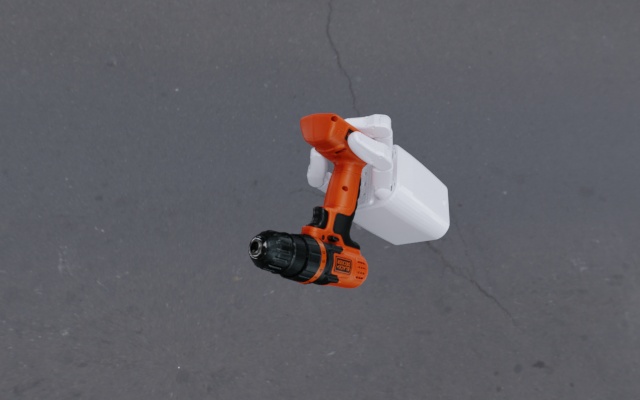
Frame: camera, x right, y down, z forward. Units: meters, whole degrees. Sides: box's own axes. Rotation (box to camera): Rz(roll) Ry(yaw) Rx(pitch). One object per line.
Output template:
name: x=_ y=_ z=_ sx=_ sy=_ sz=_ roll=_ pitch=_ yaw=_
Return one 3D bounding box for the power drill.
power drill: x=0.000 y=0.001 z=0.542 sx=0.057 sy=0.187 sz=0.184 roll=2 pitch=-13 yaw=36
